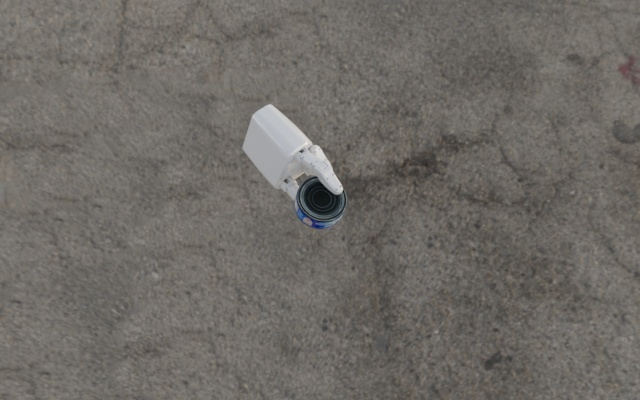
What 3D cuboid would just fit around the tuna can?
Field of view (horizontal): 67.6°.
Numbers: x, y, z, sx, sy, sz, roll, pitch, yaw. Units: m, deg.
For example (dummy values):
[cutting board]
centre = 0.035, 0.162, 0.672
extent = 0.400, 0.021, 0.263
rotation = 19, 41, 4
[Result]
[tuna can]
centre = 0.000, 0.002, 0.792
extent = 0.086, 0.086, 0.034
rotation = 0, -25, -12
